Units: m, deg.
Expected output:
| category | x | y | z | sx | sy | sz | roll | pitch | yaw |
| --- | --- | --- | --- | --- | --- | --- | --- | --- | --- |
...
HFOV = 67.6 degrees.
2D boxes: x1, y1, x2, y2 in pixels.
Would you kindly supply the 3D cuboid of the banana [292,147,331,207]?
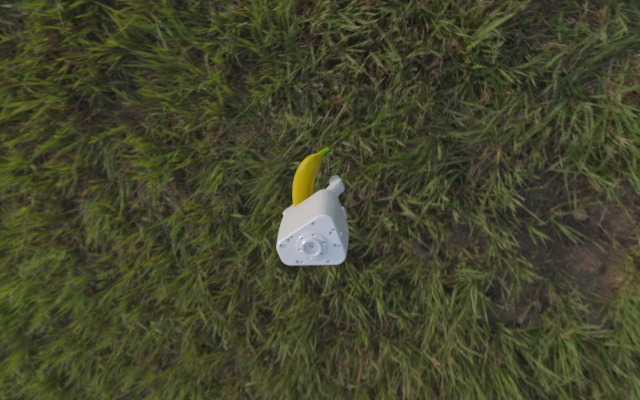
| category | x | y | z | sx | sy | sz | roll | pitch | yaw |
| --- | --- | --- | --- | --- | --- | --- | --- | --- | --- |
| banana | -0.018 | -0.001 | 0.893 | 0.069 | 0.198 | 0.037 | 1 | 19 | -6 |
